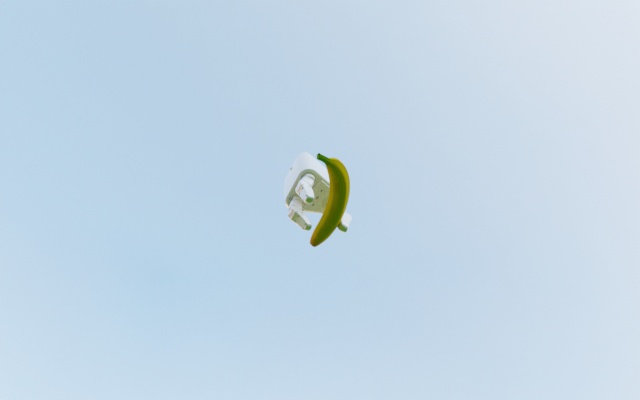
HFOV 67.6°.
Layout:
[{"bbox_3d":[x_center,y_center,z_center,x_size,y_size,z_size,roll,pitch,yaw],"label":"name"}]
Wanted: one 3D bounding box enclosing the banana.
[{"bbox_3d":[0.019,0.000,0.884,0.069,0.198,0.037,-1,29,-10],"label":"banana"}]
